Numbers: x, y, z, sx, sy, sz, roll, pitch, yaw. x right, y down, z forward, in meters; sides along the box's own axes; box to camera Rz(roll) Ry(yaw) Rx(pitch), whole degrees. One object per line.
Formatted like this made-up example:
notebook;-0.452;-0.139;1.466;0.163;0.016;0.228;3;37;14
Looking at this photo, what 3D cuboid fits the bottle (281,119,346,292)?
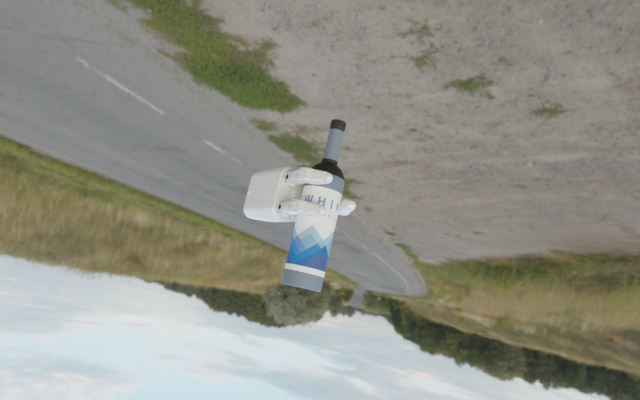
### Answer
bottle;0.000;0.003;0.811;0.069;0.295;0.069;12;-11;3
